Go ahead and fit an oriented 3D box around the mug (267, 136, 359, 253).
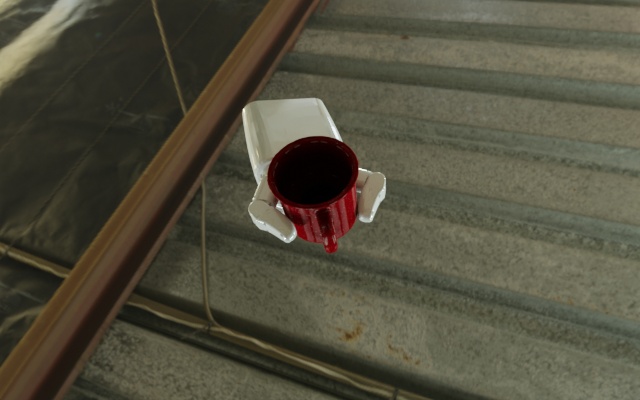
[{"bbox_3d":[0.001,0.003,0.502,0.093,0.117,0.082,-16,-35,-2],"label":"mug"}]
